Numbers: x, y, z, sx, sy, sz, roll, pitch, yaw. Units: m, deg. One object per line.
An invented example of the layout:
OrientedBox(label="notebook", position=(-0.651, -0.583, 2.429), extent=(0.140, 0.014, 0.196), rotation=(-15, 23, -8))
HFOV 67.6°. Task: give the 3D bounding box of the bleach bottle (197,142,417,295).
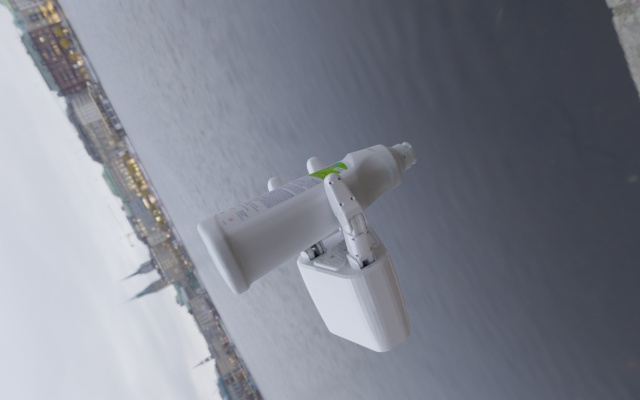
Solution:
OrientedBox(label="bleach bottle", position=(0.000, 0.002, 0.511), extent=(0.251, 0.068, 0.102), rotation=(-27, 21, -17))
